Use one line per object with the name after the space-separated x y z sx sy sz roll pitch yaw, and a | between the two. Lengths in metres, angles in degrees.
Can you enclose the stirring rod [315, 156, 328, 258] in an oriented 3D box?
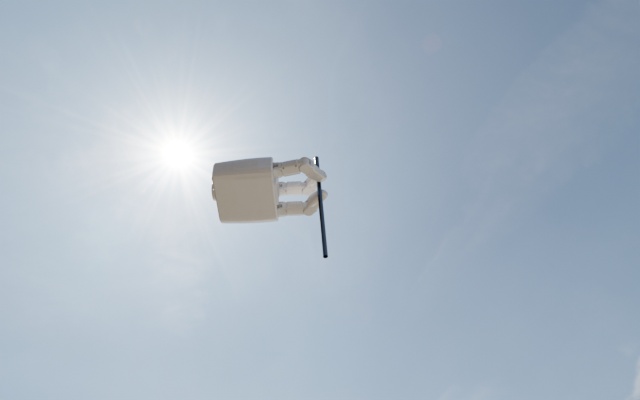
0.000 0.003 0.819 0.011 0.011 0.239 0 44 -5 | stirring rod
